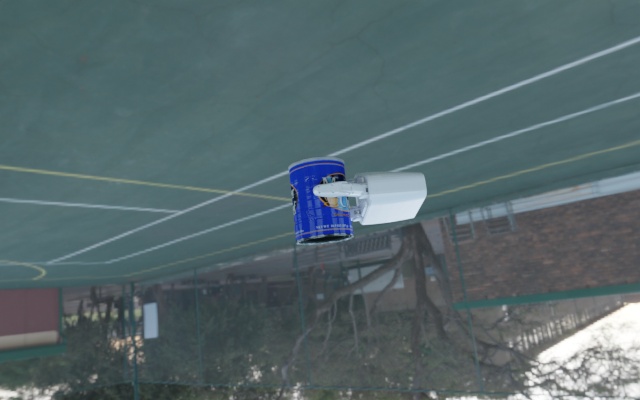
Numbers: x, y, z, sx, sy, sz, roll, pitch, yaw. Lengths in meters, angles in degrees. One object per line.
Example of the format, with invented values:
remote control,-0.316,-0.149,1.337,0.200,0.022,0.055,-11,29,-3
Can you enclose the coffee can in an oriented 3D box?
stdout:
coffee can,0.000,0.003,0.857,0.103,0.140,0.103,-6,-12,-1
